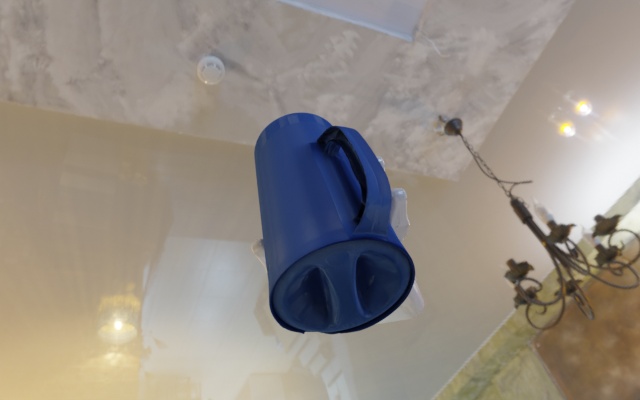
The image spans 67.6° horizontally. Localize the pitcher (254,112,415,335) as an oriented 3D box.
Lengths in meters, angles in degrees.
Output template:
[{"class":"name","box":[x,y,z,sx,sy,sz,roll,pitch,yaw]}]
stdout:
[{"class":"pitcher","box":[0.000,0.002,0.501,0.149,0.242,0.145,-29,-48,9]}]
